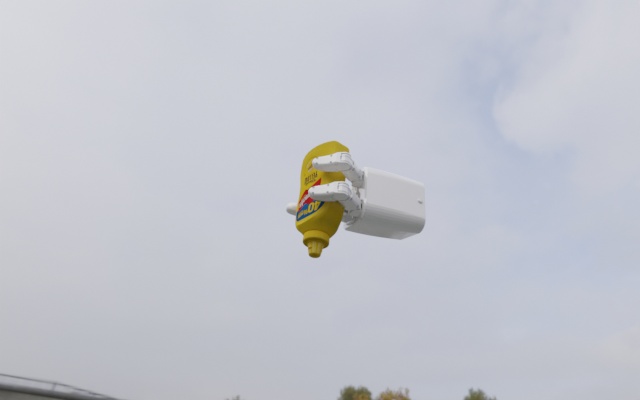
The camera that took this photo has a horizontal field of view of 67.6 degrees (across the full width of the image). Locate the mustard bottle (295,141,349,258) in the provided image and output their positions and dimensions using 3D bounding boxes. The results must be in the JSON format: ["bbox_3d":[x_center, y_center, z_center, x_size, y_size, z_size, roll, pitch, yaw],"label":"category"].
[{"bbox_3d":[0.000,0.002,0.762,0.058,0.191,0.096,28,-38,-31],"label":"mustard bottle"}]
